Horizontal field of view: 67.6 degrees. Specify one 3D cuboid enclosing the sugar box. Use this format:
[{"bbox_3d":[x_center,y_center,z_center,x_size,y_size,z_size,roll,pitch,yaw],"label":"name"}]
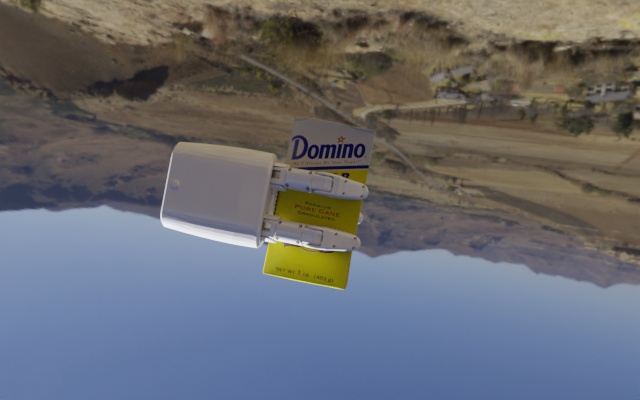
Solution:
[{"bbox_3d":[0.000,0.002,0.528,0.093,0.176,0.048,10,-2,3],"label":"sugar box"}]
